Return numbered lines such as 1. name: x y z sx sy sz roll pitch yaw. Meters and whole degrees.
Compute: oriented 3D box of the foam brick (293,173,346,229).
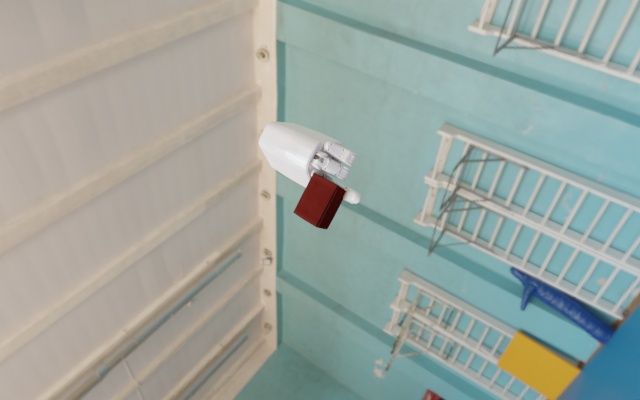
1. foam brick: 0.000 0.003 0.803 0.051 0.078 0.053 28 1 21
